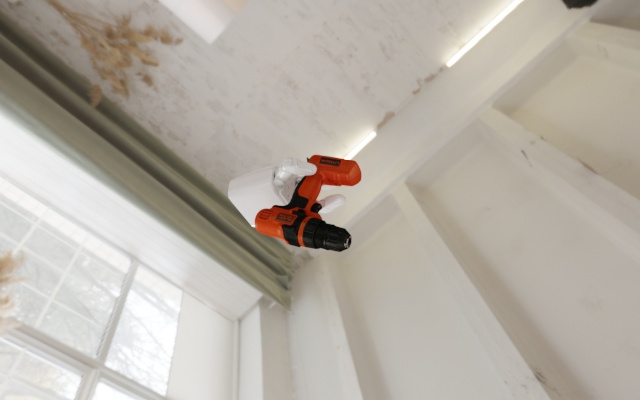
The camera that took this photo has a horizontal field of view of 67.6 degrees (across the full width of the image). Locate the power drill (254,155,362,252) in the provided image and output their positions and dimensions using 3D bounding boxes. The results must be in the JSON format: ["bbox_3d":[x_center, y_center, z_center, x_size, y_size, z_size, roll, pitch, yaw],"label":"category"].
[{"bbox_3d":[0.000,0.002,0.835,0.184,0.057,0.187,13,49,29],"label":"power drill"}]
